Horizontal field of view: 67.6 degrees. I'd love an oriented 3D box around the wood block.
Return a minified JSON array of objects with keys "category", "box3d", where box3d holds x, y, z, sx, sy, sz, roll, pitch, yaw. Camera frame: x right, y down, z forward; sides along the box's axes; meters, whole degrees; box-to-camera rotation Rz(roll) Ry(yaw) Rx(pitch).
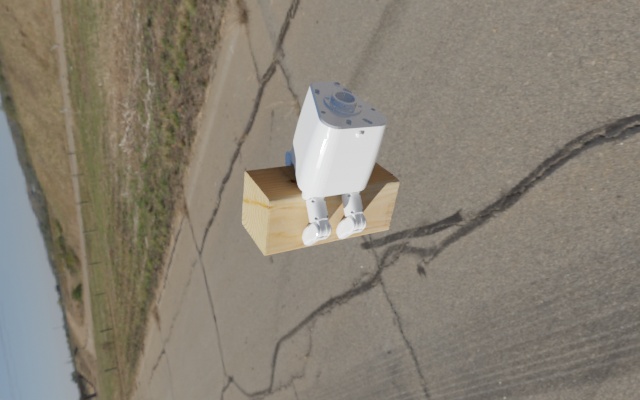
[{"category":"wood block","box3d":[0.000,0.002,0.696,0.206,0.090,0.090,-9,33,-28]}]
